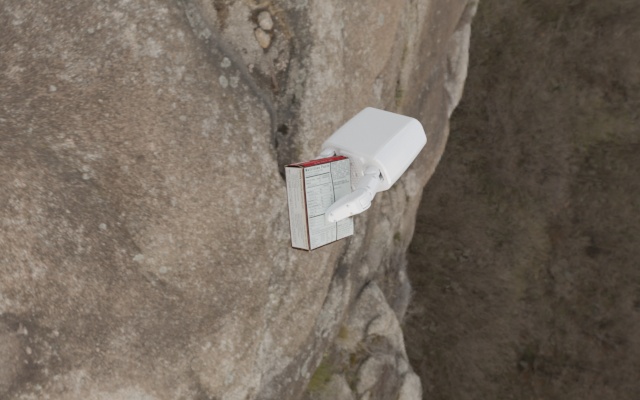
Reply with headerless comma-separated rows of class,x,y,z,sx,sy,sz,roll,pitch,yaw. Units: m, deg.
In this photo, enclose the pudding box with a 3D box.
pudding box,0.000,0.002,0.627,0.039,0.113,0.090,5,15,45
